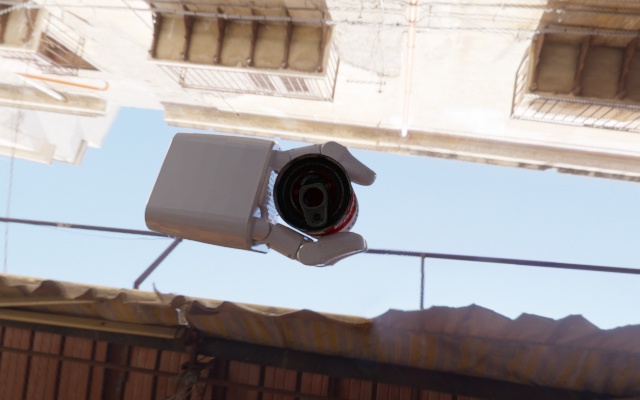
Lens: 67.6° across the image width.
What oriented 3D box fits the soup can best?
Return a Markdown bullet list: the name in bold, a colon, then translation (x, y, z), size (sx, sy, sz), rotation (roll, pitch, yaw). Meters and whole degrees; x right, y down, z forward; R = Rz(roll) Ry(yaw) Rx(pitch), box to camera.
- **soup can**: translation (0.001, 0.001, 0.449), size (0.068, 0.068, 0.102), rotation (0, -9, 8)
